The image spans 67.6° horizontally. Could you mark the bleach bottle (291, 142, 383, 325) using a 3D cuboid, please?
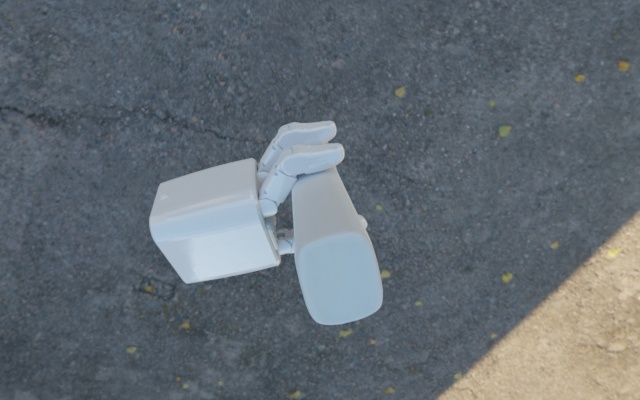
[{"bbox_3d":[0.000,0.002,0.497,0.068,0.103,0.250,-14,33,0],"label":"bleach bottle"}]
